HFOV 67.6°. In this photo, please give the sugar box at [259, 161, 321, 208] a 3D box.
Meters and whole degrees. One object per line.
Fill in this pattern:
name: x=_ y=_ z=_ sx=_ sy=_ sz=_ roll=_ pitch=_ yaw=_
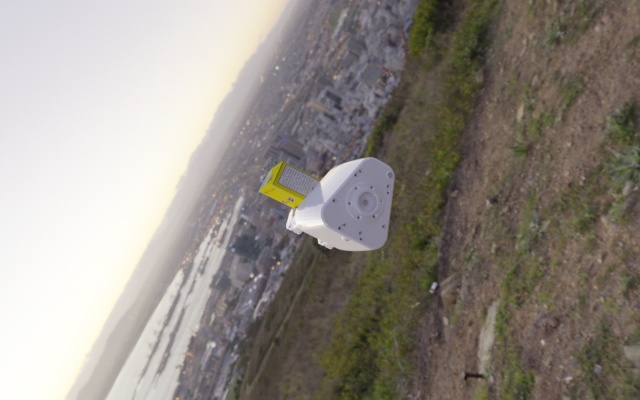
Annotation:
sugar box: x=0.000 y=0.003 z=0.737 sx=0.176 sy=0.048 sz=0.093 roll=29 pitch=-14 yaw=-14
